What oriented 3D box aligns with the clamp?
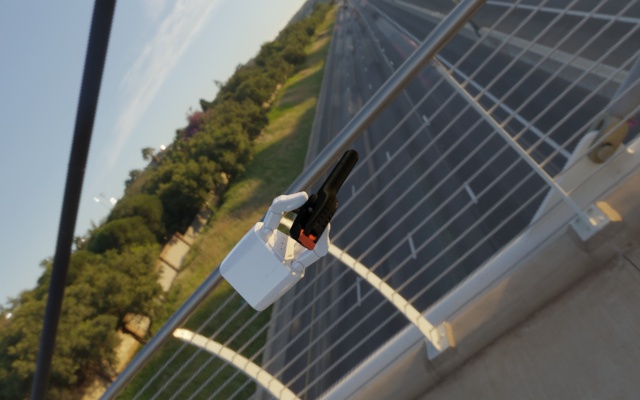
[{"bbox_3d":[-0.001,0.002,0.761,0.036,0.164,0.210,40,20,-14],"label":"clamp"}]
